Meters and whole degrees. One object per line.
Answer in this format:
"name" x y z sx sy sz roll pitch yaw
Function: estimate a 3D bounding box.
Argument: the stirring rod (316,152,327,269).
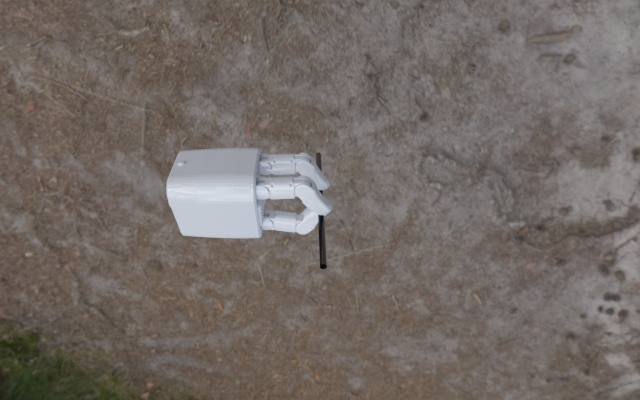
"stirring rod" 0.000 0.002 0.624 0.011 0.011 0.239 0 36 -2
